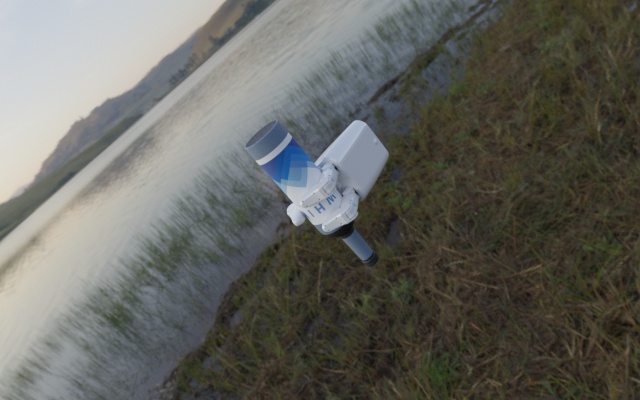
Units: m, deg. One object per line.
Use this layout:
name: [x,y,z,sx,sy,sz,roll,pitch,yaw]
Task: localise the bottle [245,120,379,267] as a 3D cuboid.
bottle: [0.000,0.002,0.776,0.069,0.296,0.069,-35,22,16]
